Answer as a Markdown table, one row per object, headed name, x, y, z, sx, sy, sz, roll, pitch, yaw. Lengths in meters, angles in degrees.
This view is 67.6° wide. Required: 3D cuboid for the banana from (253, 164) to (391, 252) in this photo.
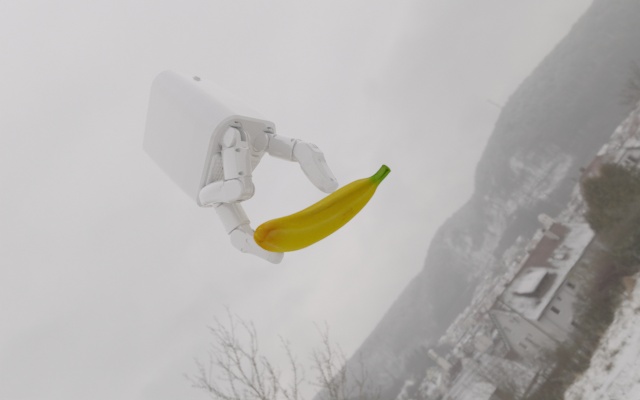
| name | x | y | z | sx | sy | sz | roll | pitch | yaw |
| --- | --- | --- | --- | --- | --- | --- | --- | --- | --- |
| banana | -0.002 | 0.014 | 0.499 | 0.037 | 0.070 | 0.197 | 38 | 44 | 22 |
